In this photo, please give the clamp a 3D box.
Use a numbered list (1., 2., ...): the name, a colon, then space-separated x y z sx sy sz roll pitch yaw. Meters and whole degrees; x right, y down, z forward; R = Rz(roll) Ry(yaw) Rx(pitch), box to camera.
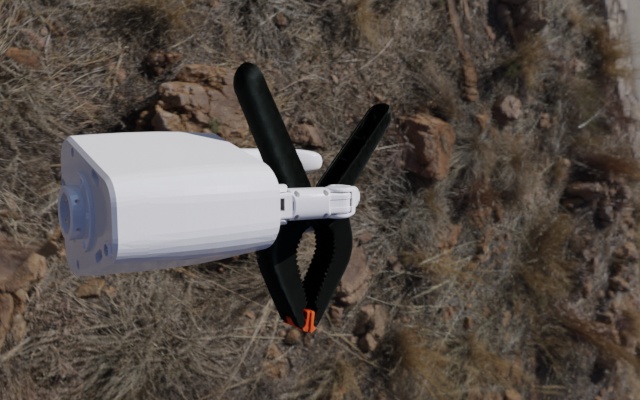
1. clamp: 0.000 0.002 0.400 0.164 0.210 0.036 -5 9 -42
